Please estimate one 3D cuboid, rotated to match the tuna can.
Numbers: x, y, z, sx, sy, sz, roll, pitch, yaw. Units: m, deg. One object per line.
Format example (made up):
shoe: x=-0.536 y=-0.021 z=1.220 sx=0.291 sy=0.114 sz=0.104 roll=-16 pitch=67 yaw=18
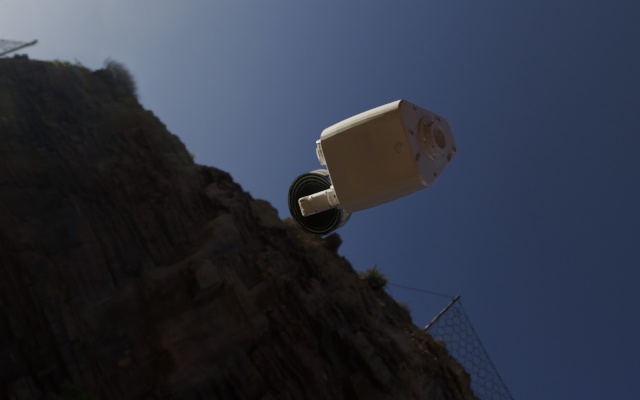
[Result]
tuna can: x=0.000 y=0.002 z=0.635 sx=0.086 sy=0.086 sz=0.033 roll=0 pitch=13 yaw=36
